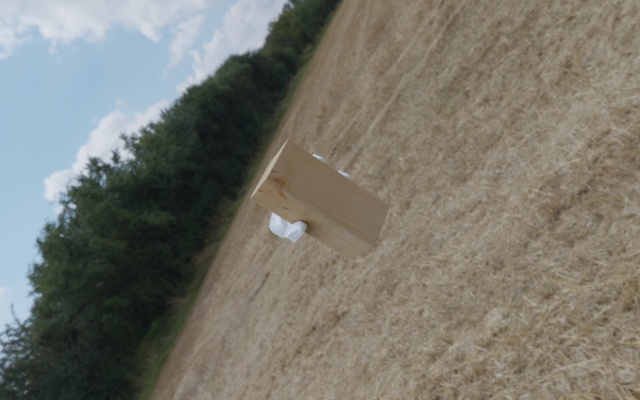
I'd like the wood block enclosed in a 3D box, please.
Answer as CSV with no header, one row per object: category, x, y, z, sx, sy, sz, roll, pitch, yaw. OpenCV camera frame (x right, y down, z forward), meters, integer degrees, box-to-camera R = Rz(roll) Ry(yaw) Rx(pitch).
wood block,0.000,0.003,0.806,0.206,0.090,0.090,32,-31,-11
